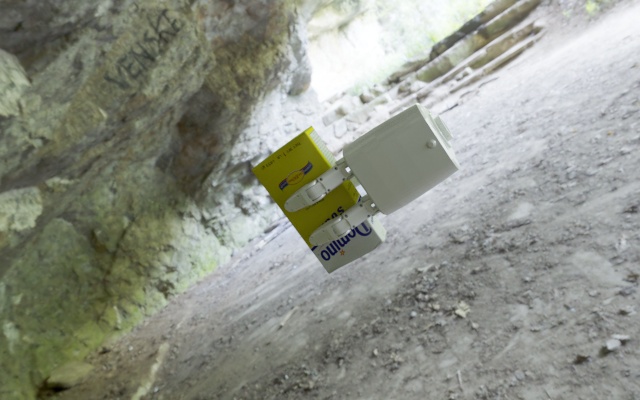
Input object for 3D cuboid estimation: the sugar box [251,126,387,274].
[{"bbox_3d":[0.000,0.002,0.625,0.093,0.176,0.048,-33,8,22],"label":"sugar box"}]
